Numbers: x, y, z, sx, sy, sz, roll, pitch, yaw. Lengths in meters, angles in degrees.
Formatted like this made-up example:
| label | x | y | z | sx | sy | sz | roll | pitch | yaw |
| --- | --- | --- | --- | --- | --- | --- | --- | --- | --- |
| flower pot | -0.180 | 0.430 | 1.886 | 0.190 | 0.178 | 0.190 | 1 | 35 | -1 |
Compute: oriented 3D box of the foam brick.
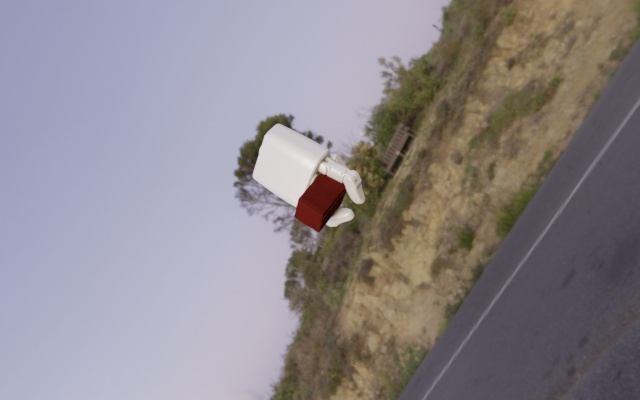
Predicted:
| label | x | y | z | sx | sy | sz | roll | pitch | yaw |
| --- | --- | --- | --- | --- | --- | --- | --- | --- | --- |
| foam brick | 0.000 | 0.003 | 0.789 | 0.051 | 0.078 | 0.053 | 32 | -38 | 11 |
